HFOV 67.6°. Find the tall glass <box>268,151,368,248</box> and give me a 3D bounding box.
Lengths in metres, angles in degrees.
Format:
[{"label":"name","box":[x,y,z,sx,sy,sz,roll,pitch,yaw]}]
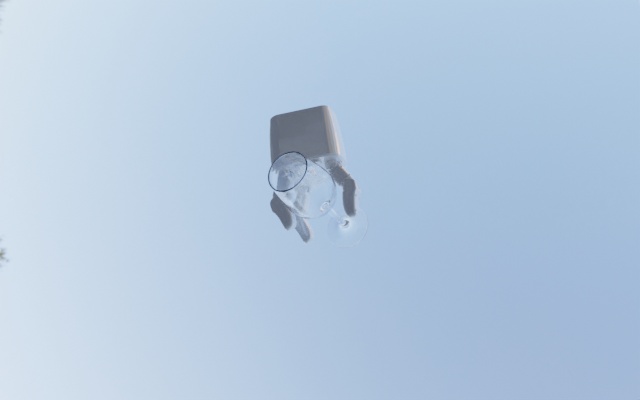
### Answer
[{"label":"tall glass","box":[0.000,0.003,0.716,0.079,0.079,0.201,0,-25,30]}]
